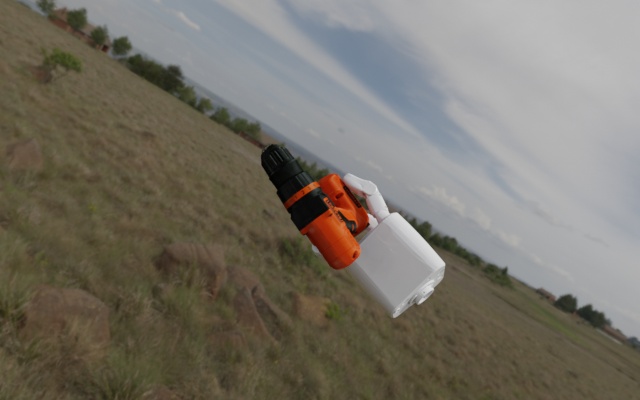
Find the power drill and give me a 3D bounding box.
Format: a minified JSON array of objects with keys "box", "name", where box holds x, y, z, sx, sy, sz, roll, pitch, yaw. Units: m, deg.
[{"box":[0.000,0.002,0.674,0.057,0.184,0.187,-35,-5,15],"name":"power drill"}]
